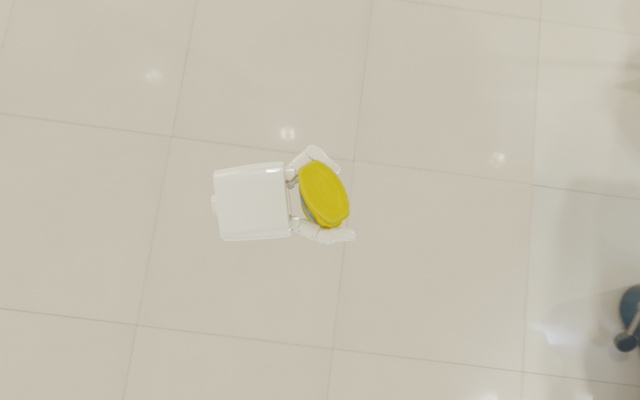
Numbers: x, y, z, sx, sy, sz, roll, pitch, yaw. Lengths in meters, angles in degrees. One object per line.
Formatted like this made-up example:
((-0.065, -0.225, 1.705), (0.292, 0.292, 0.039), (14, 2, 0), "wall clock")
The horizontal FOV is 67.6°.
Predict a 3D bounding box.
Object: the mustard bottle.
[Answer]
((0.000, 0.002, 0.760), (0.058, 0.096, 0.192), (-32, -7, -8), "mustard bottle")
